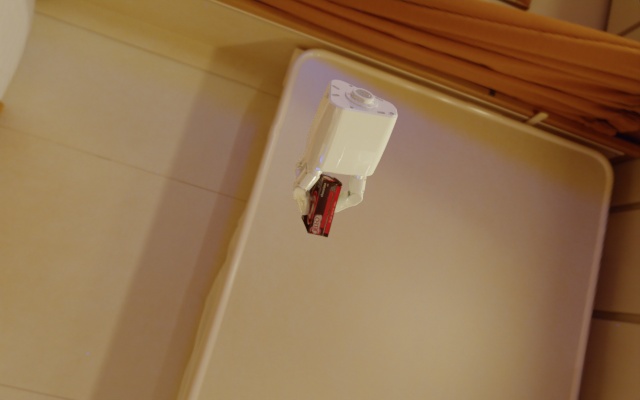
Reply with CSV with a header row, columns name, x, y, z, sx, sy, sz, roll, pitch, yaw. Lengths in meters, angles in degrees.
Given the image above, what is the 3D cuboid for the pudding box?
name,x,y,z,sx,sy,sz,roll,pitch,yaw
pudding box,0.000,0.003,0.784,0.039,0.090,0.113,15,8,-8
